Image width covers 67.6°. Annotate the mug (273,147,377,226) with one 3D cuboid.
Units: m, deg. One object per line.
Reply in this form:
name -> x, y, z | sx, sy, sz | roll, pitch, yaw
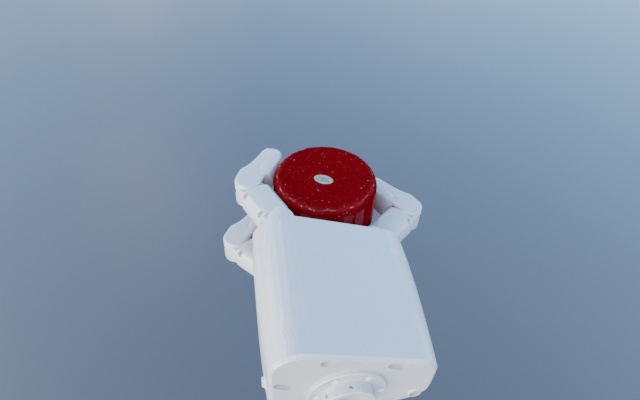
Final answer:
mug -> 0.000, 0.000, 0.408 | 0.093, 0.082, 0.117 | -4, 45, -9
